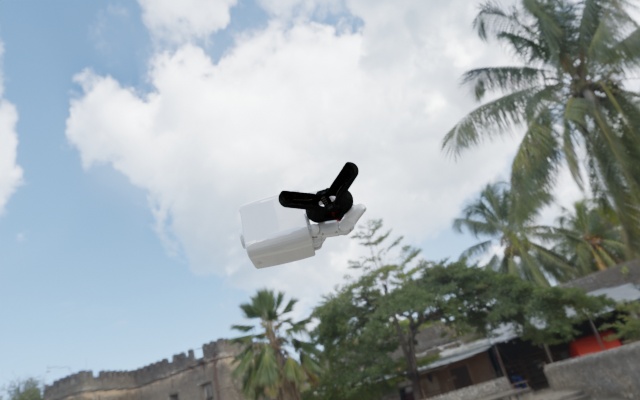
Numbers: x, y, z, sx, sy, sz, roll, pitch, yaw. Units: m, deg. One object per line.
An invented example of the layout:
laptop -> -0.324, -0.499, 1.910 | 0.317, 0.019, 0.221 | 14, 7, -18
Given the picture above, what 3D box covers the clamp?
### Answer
clamp -> 0.000, 0.002, 0.733 | 0.120, 0.039, 0.171 | -15, -24, -3
